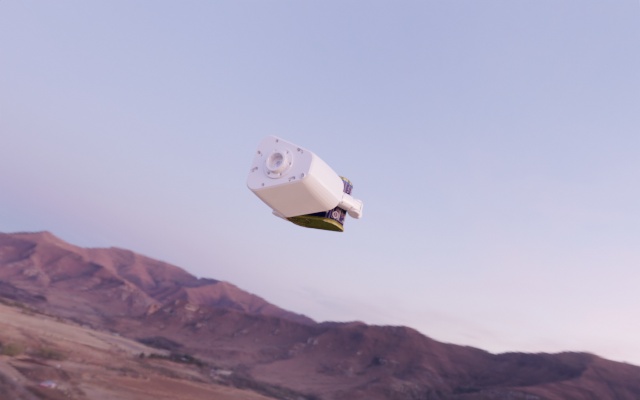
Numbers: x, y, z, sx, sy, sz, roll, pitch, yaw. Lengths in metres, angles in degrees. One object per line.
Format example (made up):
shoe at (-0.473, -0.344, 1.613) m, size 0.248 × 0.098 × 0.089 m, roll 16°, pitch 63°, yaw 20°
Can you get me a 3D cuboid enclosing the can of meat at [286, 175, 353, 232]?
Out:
can of meat at (0.000, 0.002, 0.820) m, size 0.102 × 0.084 × 0.057 m, roll 5°, pitch -19°, yaw 32°
